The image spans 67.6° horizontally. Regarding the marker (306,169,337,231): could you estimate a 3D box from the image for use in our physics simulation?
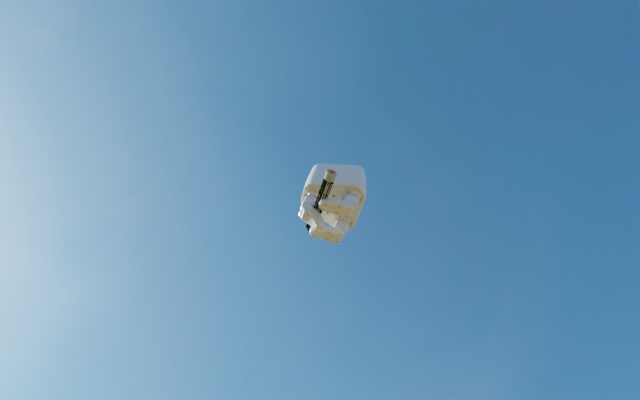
[{"bbox_3d":[0.000,0.003,0.812,0.020,0.121,0.020,16,28,-9],"label":"marker"}]
